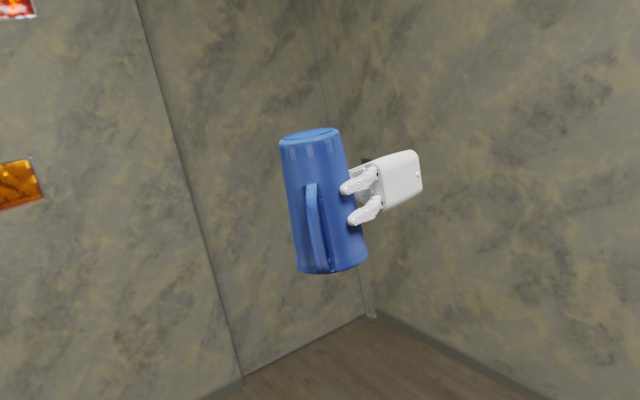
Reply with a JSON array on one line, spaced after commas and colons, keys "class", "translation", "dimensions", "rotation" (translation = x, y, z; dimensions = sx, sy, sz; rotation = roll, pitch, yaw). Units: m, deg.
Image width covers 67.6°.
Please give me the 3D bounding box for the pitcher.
[{"class": "pitcher", "translation": [0.000, 0.003, 0.840], "dimensions": [0.145, 0.243, 0.149], "rotation": [-21, 18, -32]}]
